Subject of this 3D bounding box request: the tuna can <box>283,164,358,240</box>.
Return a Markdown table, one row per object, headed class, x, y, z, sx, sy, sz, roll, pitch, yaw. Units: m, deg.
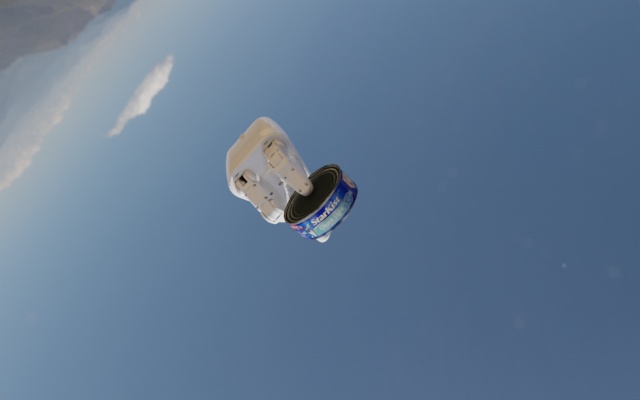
| class | x | y | z | sx | sy | sz | roll | pitch | yaw |
| --- | --- | --- | --- | --- | --- | --- | --- | --- | --- |
| tuna can | 0.000 | 0.002 | 0.538 | 0.034 | 0.086 | 0.086 | 43 | -20 | -23 |
